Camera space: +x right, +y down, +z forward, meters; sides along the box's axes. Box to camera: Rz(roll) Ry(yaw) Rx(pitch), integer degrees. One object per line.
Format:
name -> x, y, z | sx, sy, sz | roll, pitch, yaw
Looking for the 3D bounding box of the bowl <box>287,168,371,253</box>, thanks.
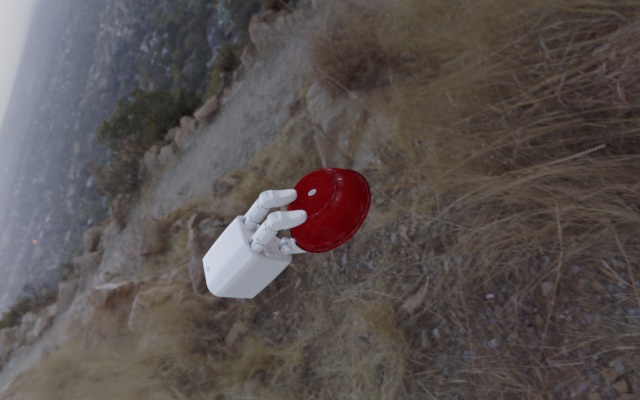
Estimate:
bowl -> 0.001, 0.001, 0.783 | 0.162, 0.162, 0.055 | 0, -31, 39
